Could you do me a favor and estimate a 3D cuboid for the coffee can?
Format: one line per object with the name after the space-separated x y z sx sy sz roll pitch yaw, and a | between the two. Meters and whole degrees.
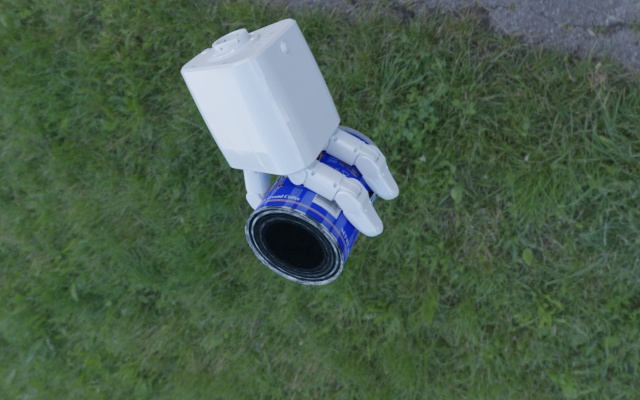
0.000 0.002 0.499 0.103 0.103 0.140 0 39 29 | coffee can
